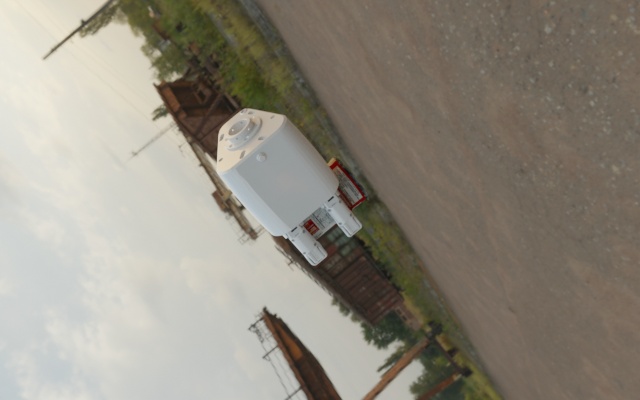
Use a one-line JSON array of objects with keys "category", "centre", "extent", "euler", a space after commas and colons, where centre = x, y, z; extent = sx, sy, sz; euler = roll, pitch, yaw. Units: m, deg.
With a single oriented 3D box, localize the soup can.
[{"category": "soup can", "centre": [0.000, 0.002, 0.601], "extent": [0.102, 0.068, 0.068], "euler": [-40, 0, 0]}]
